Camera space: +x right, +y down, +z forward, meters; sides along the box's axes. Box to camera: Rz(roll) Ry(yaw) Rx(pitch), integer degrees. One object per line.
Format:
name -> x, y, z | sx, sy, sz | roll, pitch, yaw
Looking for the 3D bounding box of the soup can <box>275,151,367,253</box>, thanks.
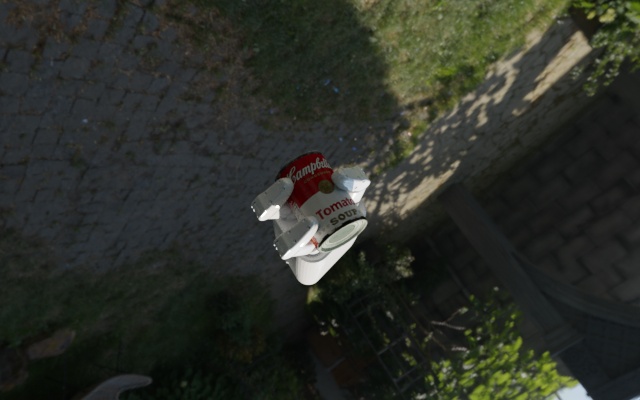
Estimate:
soup can -> 0.000, 0.002, 0.560 | 0.068, 0.102, 0.068 | -28, -21, -12
